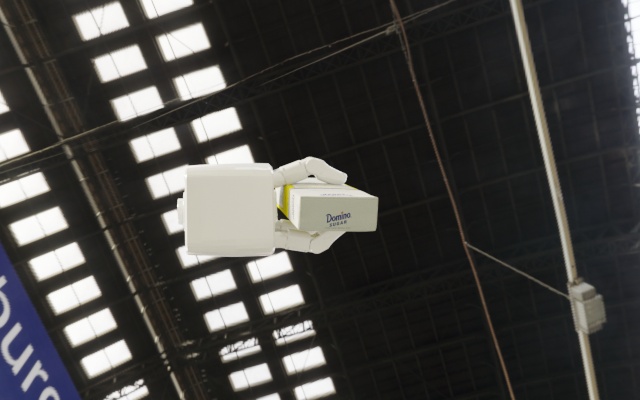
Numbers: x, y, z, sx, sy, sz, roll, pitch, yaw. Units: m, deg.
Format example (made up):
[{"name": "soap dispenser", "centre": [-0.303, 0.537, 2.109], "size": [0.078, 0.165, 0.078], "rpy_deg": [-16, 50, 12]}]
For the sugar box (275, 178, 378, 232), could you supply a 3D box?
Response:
[{"name": "sugar box", "centre": [0.000, 0.003, 0.610], "size": [0.093, 0.048, 0.176], "rpy_deg": [1, 11, -13]}]
